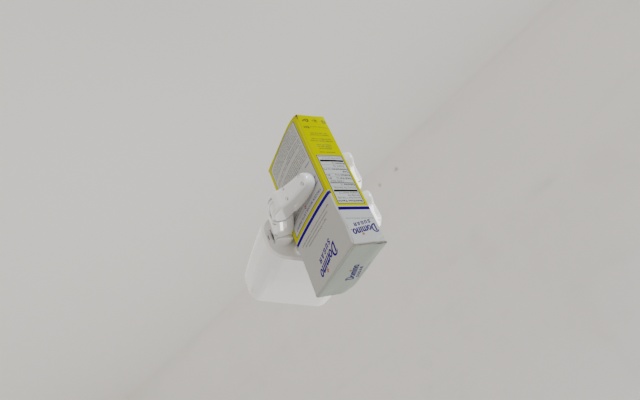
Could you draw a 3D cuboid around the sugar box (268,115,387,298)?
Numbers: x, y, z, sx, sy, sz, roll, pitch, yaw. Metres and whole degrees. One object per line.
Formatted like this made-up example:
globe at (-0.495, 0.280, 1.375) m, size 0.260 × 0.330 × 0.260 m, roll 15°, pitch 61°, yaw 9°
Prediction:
sugar box at (0.000, 0.002, 0.504) m, size 0.048 × 0.176 × 0.093 m, roll -3°, pitch -38°, yaw -31°
